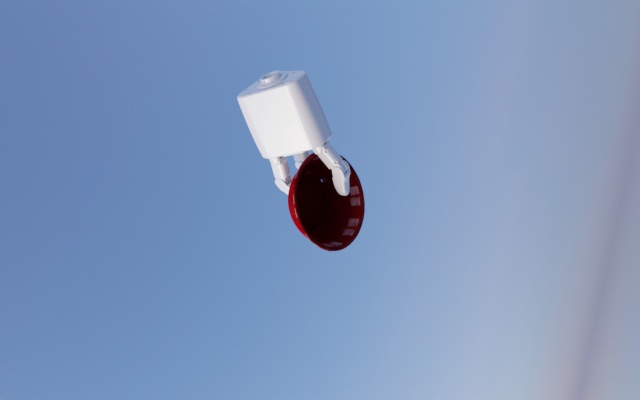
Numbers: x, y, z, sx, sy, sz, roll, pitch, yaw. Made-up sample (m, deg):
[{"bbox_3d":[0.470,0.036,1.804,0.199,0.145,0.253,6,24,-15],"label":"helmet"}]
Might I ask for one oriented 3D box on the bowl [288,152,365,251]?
[{"bbox_3d":[0.000,0.004,0.774,0.162,0.162,0.055,0,-7,-45],"label":"bowl"}]
